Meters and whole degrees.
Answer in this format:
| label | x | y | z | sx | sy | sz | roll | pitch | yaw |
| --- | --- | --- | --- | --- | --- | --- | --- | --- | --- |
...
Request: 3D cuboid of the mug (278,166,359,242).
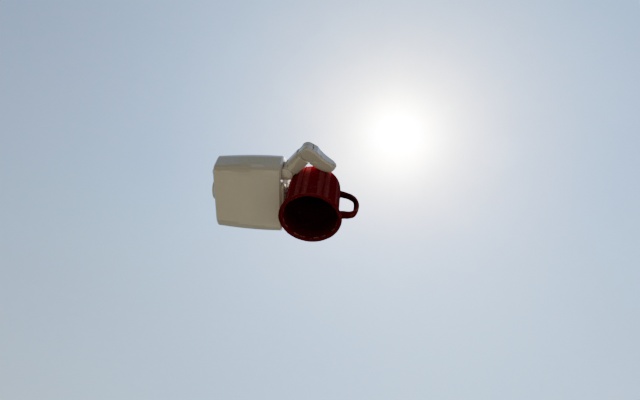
| label | x | y | z | sx | sy | sz | roll | pitch | yaw |
| --- | --- | --- | --- | --- | --- | --- | --- | --- | --- |
| mug | 0.002 | 0.002 | 0.720 | 0.117 | 0.093 | 0.081 | 3 | 39 | 4 |
